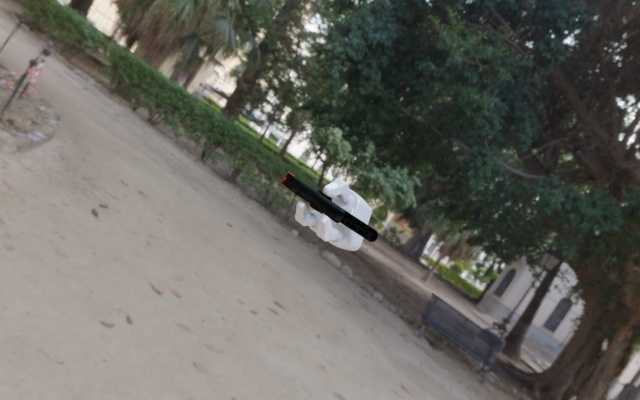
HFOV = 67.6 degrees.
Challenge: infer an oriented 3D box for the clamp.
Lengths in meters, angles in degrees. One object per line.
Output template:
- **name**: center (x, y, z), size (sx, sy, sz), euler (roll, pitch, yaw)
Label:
- **clamp**: center (0.000, 0.002, 0.878), size (0.210, 0.036, 0.164), euler (34, 0, 26)
